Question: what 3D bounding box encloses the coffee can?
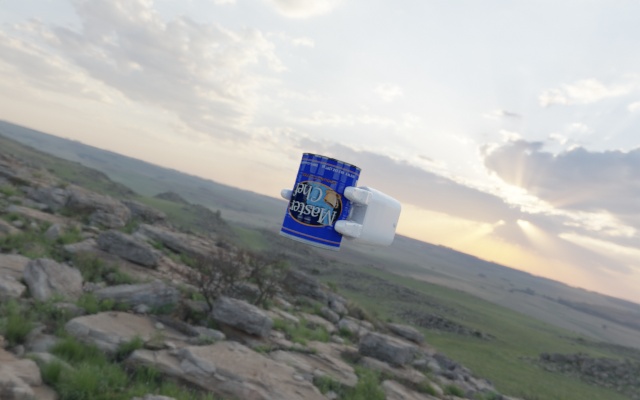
[{"bbox_3d":[0.000,0.003,0.787,0.103,0.140,0.103,16,-1,0],"label":"coffee can"}]
